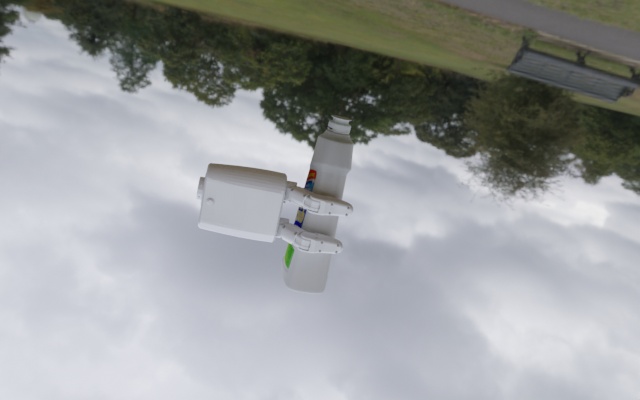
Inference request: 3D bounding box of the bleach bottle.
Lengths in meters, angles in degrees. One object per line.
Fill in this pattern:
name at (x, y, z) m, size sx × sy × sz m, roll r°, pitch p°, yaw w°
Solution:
bleach bottle at (0.000, 0.002, 0.688) m, size 0.068 × 0.251 × 0.102 m, roll 10°, pitch 17°, yaw -11°
